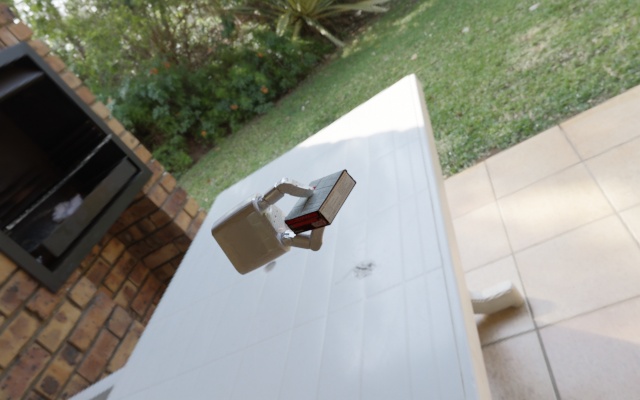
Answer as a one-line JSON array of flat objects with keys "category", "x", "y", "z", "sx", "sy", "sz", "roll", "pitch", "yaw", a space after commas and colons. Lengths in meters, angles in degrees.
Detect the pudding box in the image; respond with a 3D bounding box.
[{"category": "pudding box", "x": 0.000, "y": 0.003, "z": 0.817, "sx": 0.090, "sy": 0.039, "sz": 0.113, "roll": -17, "pitch": 32, "yaw": 44}]
